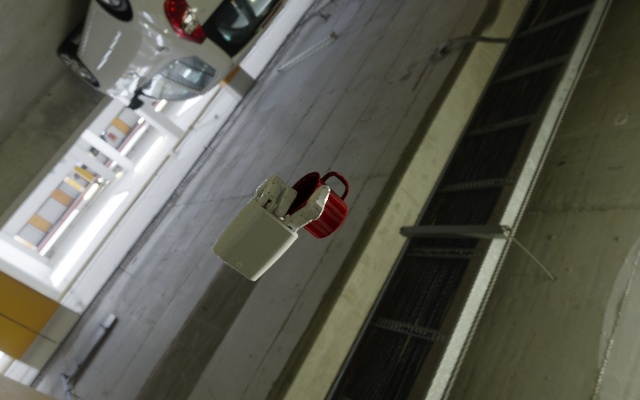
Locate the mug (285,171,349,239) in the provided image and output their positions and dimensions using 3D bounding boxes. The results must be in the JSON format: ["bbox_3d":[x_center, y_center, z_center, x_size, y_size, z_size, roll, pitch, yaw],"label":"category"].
[{"bbox_3d":[0.001,0.002,0.819,0.081,0.117,0.093,42,4,-23],"label":"mug"}]
